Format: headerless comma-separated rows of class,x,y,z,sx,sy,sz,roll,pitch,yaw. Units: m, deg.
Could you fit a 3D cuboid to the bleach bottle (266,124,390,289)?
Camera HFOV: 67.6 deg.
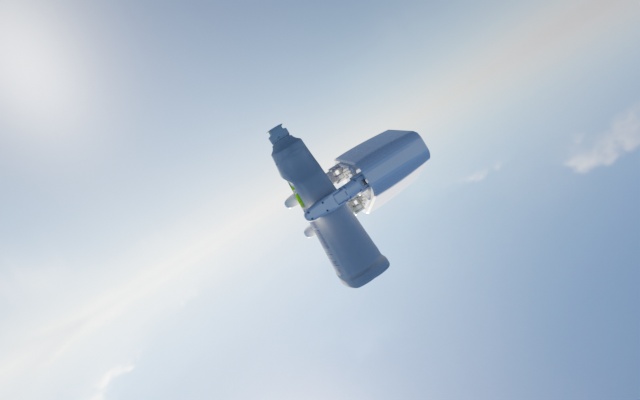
bleach bottle,0.000,0.002,0.687,0.068,0.251,0.102,-32,3,-12
